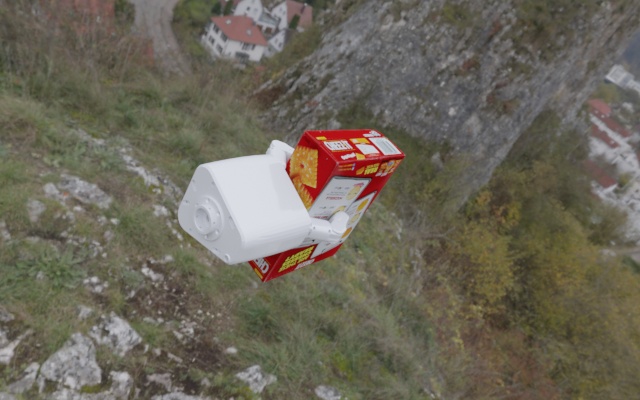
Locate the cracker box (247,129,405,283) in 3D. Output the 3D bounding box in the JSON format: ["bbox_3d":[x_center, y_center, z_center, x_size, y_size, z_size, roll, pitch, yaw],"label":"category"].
[{"bbox_3d":[0.000,0.002,0.668,0.072,0.214,0.164,47,33,23],"label":"cracker box"}]
